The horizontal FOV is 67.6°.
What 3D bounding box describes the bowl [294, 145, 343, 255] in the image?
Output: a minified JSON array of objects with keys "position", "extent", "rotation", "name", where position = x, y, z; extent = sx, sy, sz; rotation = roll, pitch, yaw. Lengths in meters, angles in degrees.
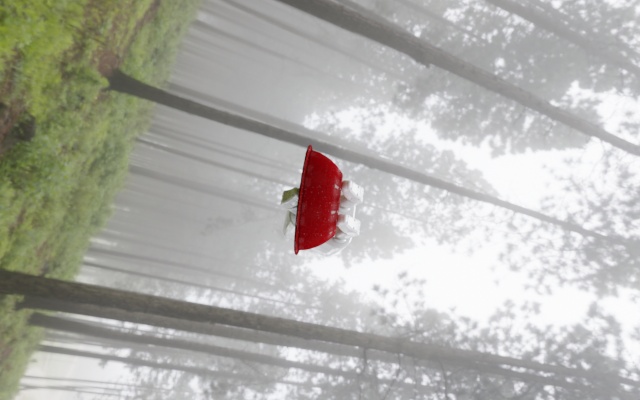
[{"position":[0.001,0.002,0.694],"extent":[0.055,0.162,0.162],"rotation":[7,0,3],"name":"bowl"}]
